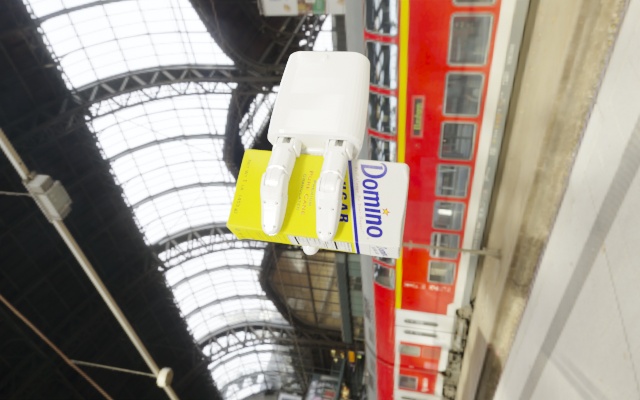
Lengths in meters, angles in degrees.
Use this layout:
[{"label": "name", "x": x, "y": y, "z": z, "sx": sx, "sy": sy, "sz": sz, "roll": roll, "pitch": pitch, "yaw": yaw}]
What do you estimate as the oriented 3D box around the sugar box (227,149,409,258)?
[{"label": "sugar box", "x": 0.000, "y": 0.001, "z": 0.497, "sx": 0.176, "sy": 0.093, "sz": 0.048, "roll": 5, "pitch": -21, "yaw": 13}]
